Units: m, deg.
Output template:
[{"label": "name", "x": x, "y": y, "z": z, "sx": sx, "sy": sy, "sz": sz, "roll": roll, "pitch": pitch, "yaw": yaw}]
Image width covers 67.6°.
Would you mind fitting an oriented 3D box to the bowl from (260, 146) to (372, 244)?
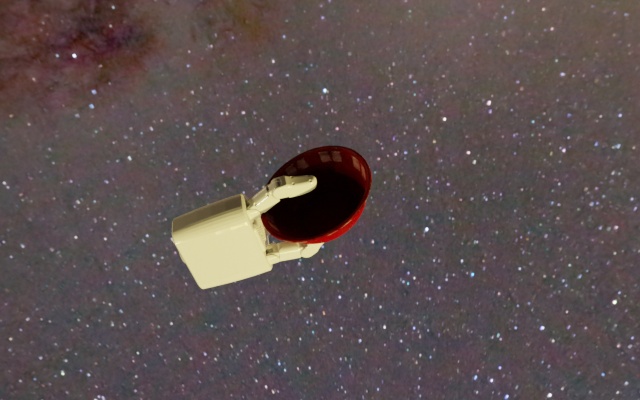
[{"label": "bowl", "x": 0.002, "y": 0.002, "z": 0.652, "sx": 0.162, "sy": 0.162, "sz": 0.055, "roll": 0, "pitch": -36, "yaw": 28}]
